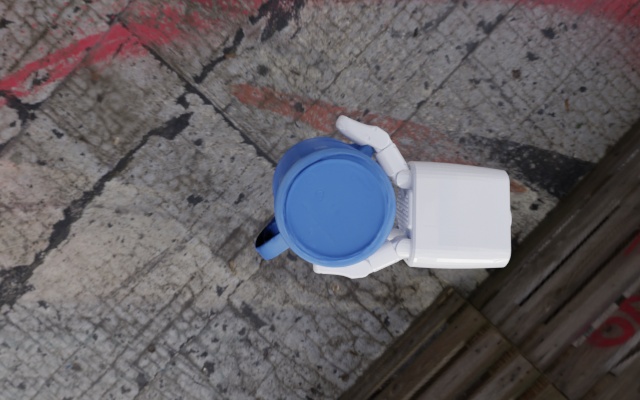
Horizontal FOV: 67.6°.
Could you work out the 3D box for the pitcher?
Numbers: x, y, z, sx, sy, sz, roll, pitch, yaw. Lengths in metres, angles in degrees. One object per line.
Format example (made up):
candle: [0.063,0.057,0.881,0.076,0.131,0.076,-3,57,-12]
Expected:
pitcher: [0.000,0.002,0.529,0.145,0.149,0.243,5,6,-3]
